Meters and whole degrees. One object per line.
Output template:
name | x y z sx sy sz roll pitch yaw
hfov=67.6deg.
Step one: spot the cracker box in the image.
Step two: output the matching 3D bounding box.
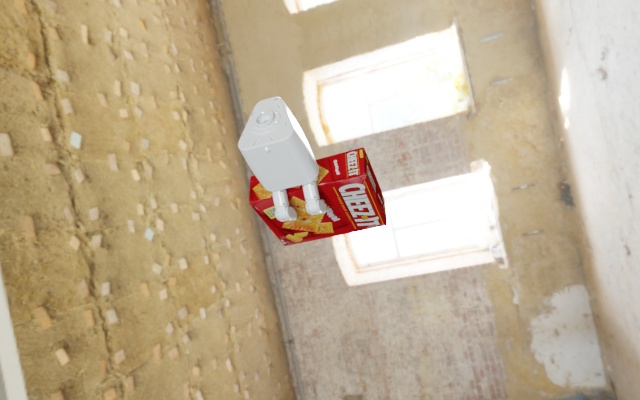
cracker box | 0.000 0.003 0.875 0.214 0.072 0.164 -12 -37 15
